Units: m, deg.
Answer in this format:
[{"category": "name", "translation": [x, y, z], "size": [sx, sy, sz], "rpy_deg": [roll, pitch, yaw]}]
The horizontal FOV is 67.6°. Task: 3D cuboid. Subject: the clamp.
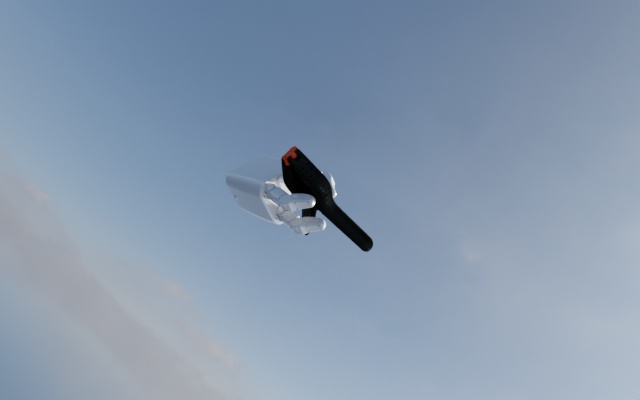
[{"category": "clamp", "translation": [0.000, 0.002, 0.799], "size": [0.164, 0.210, 0.036], "rpy_deg": [16, 53, 39]}]
